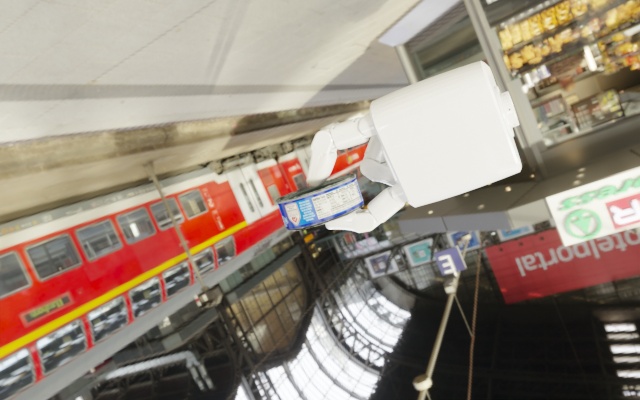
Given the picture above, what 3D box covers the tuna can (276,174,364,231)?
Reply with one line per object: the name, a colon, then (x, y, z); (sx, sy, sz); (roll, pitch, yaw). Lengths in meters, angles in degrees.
tuna can: (0.000, 0.002, 0.490); (0.086, 0.034, 0.086); (-18, 6, 2)
